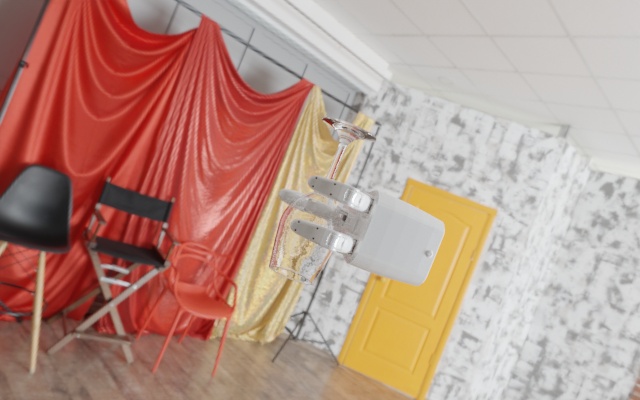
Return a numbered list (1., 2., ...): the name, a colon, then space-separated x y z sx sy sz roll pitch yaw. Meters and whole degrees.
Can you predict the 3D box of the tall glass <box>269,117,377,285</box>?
1. tall glass: 0.000 0.001 0.603 0.079 0.201 0.079 22 0 0
